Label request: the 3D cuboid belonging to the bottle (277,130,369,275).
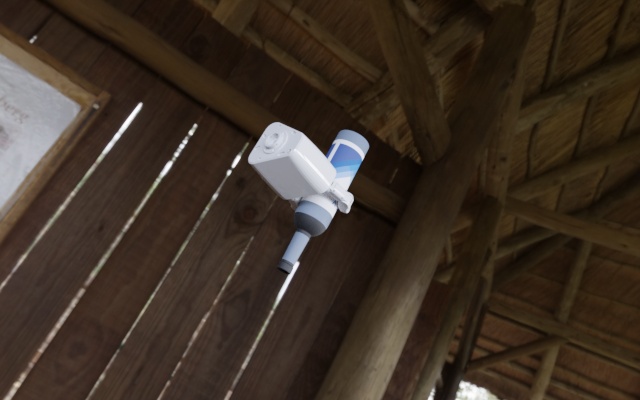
[{"bbox_3d":[0.000,0.003,0.891,0.069,0.295,0.069,25,-21,10],"label":"bottle"}]
